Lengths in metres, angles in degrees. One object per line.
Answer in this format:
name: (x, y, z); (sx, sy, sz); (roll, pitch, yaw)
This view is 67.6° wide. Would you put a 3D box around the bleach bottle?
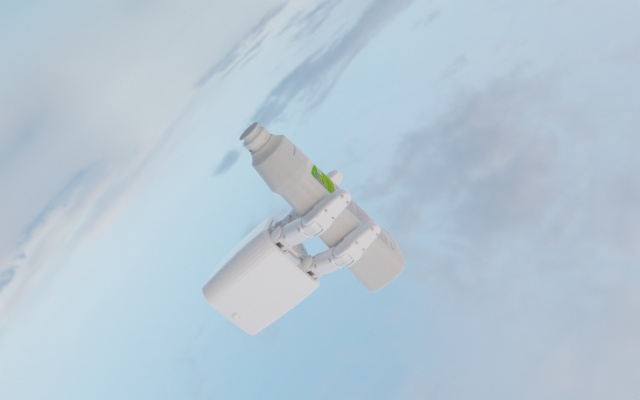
bleach bottle: (0.000, 0.002, 0.579); (0.068, 0.251, 0.102); (-40, 25, 9)
